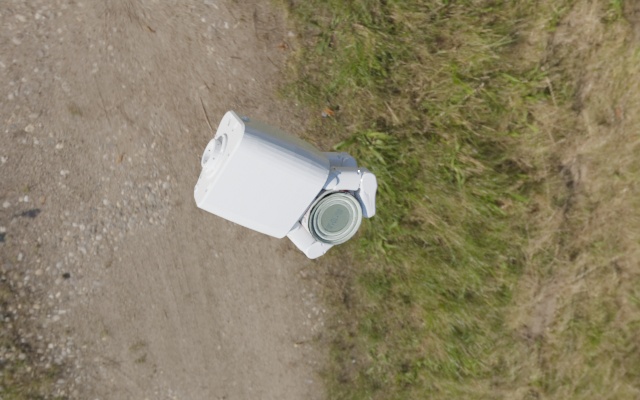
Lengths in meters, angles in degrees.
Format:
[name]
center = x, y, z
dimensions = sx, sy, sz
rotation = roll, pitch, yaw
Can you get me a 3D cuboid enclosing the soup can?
[soup can]
center = 0.001, 0.002, 0.577
dimensions = 0.068, 0.068, 0.102
rotation = 0, 23, -23
